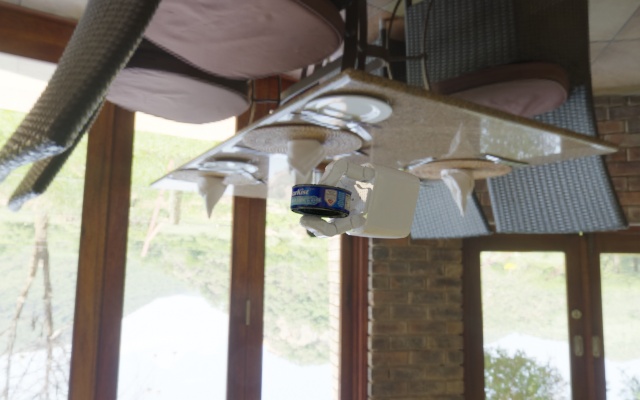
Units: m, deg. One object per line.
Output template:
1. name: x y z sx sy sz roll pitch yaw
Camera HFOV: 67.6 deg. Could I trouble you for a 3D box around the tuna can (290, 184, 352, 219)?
1. tuna can: 0.000 0.003 0.673 0.086 0.033 0.086 5 -10 1
